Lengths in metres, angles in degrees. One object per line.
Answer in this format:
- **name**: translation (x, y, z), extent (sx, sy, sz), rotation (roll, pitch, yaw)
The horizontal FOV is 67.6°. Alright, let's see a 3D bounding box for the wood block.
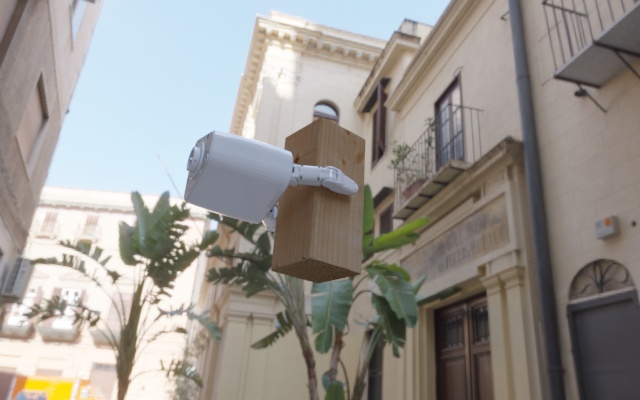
- **wood block**: translation (0.000, 0.002, 0.675), extent (0.090, 0.206, 0.091), rotation (22, -29, -36)
